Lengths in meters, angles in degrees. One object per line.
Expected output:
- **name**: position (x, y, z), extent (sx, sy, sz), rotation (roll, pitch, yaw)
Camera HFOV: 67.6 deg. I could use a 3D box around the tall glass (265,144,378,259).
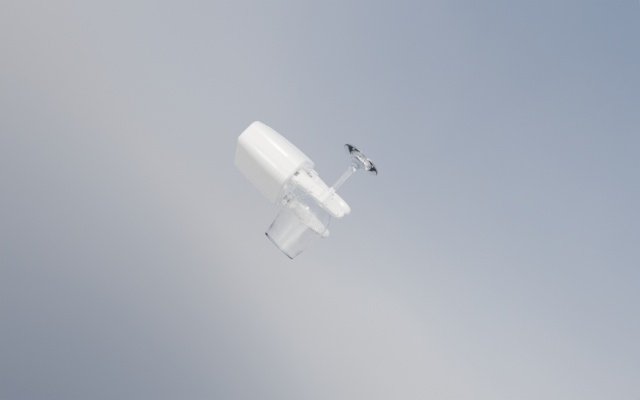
- **tall glass**: position (0.001, 0.002, 0.779), extent (0.079, 0.201, 0.079), rotation (42, -10, 9)
